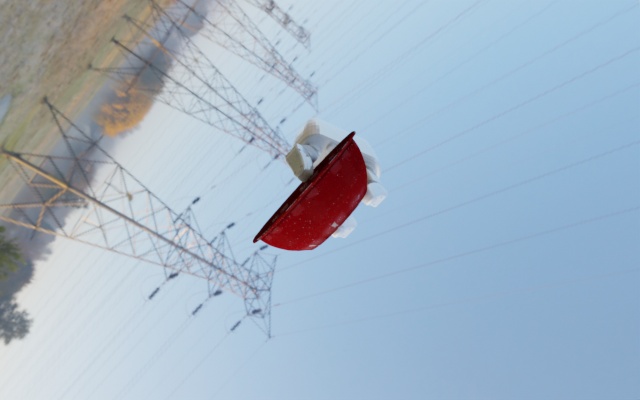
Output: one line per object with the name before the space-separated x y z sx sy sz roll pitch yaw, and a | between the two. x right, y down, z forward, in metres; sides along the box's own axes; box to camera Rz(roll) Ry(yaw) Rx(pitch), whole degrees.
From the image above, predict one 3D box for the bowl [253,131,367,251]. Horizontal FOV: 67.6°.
bowl | 0.000 0.003 0.516 0.055 0.162 0.162 43 -5 -5
